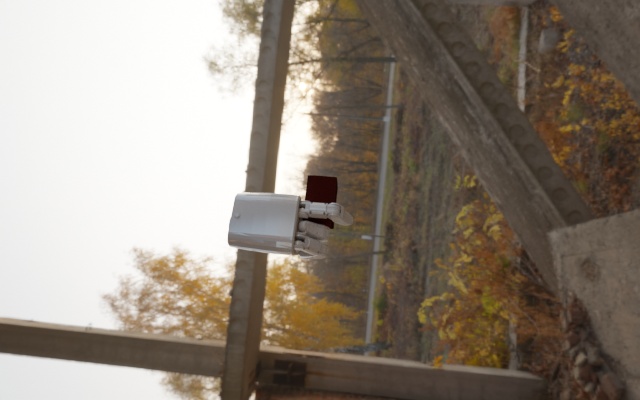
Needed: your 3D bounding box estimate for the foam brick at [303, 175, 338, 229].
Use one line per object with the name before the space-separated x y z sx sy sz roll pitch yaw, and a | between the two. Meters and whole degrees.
foam brick | 0.000 0.002 0.808 0.051 0.078 0.053 5 -23 5
